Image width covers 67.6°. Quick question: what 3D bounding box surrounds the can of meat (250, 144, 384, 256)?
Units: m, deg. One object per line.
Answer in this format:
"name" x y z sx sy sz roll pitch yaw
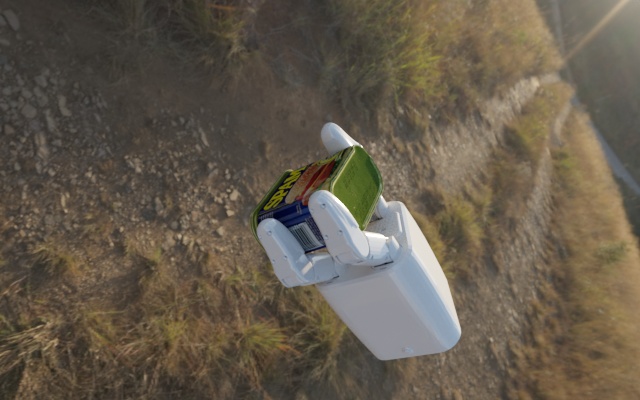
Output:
"can of meat" 0.000 0.001 0.417 0.084 0.057 0.102 -21 23 33
